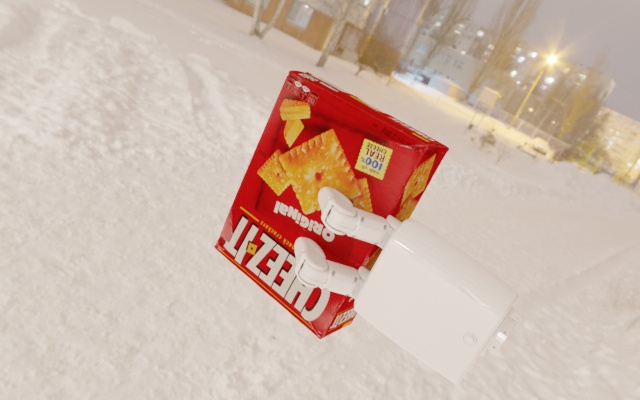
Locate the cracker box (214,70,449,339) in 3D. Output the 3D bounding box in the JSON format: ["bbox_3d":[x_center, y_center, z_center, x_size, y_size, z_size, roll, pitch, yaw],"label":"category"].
[{"bbox_3d":[0.000,0.001,0.481,0.164,0.214,0.072,35,20,25],"label":"cracker box"}]
